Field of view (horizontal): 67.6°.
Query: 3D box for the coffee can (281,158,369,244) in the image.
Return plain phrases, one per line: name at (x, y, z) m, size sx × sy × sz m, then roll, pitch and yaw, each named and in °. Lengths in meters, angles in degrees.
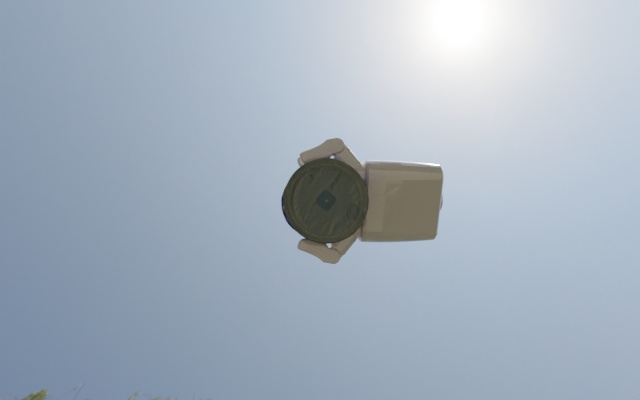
coffee can at (0.000, 0.002, 0.638) m, size 0.103 × 0.103 × 0.140 m, roll 0°, pitch -1°, yaw -6°
